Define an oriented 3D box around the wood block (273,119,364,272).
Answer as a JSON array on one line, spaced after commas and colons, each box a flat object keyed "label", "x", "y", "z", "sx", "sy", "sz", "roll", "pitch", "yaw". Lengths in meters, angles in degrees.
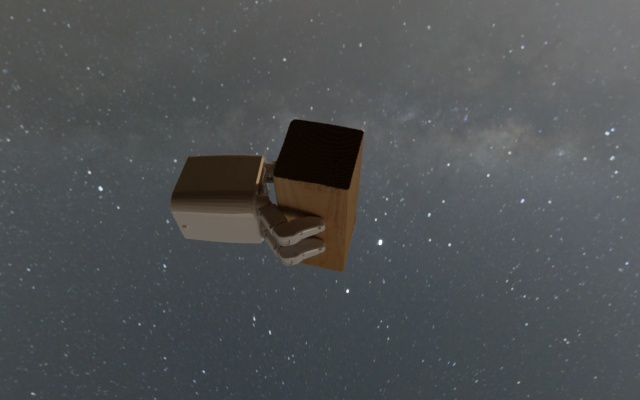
[{"label": "wood block", "x": 0.000, "y": 0.002, "z": 0.626, "sx": 0.090, "sy": 0.090, "sz": 0.206, "roll": 11, "pitch": -32, "yaw": 7}]
